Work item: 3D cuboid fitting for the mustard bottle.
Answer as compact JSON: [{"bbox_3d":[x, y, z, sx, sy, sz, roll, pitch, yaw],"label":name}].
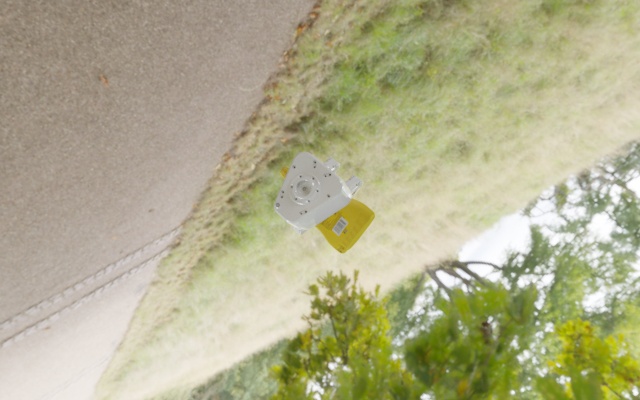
[{"bbox_3d":[0.000,0.003,0.879,0.191,0.096,0.058,40,26,12],"label":"mustard bottle"}]
